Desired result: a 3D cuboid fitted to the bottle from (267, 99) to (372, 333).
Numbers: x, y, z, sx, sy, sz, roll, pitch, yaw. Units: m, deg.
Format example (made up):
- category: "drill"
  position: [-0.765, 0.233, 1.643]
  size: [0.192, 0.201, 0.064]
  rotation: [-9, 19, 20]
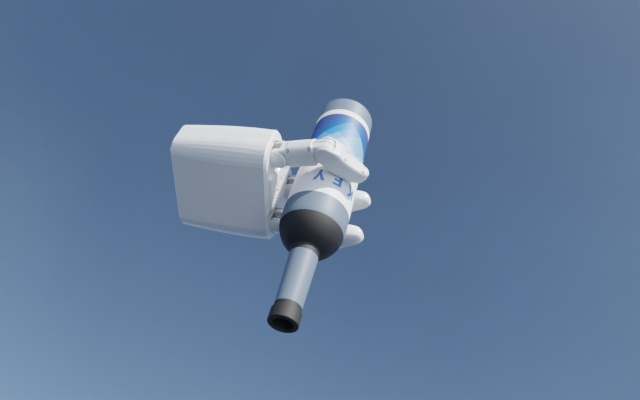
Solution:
- category: "bottle"
  position: [0.000, 0.001, 0.496]
  size: [0.069, 0.069, 0.295]
  rotation: [0, 43, 17]
